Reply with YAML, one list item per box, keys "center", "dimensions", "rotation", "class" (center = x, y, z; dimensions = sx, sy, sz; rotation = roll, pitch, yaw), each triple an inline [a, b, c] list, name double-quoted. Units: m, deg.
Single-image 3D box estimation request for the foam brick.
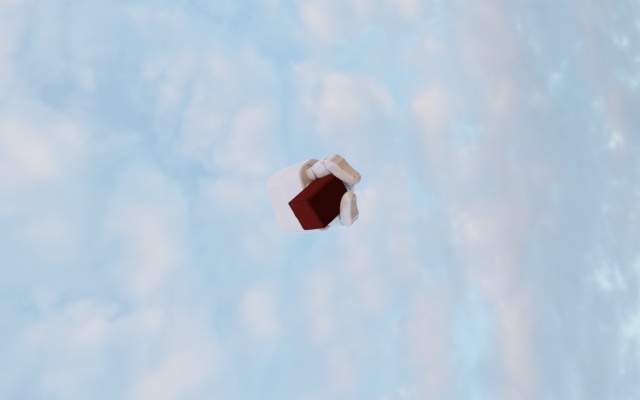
- center: [0.000, 0.002, 0.728]
  dimensions: [0.051, 0.053, 0.078]
  rotation: [-10, 25, 49]
  class: "foam brick"
